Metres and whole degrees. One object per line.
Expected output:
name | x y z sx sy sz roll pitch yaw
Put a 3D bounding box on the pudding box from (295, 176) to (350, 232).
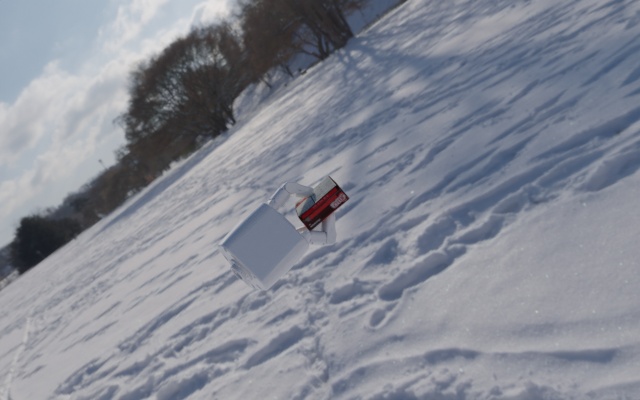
pudding box | 0.000 0.003 0.861 0.090 0.039 0.113 -39 14 2
